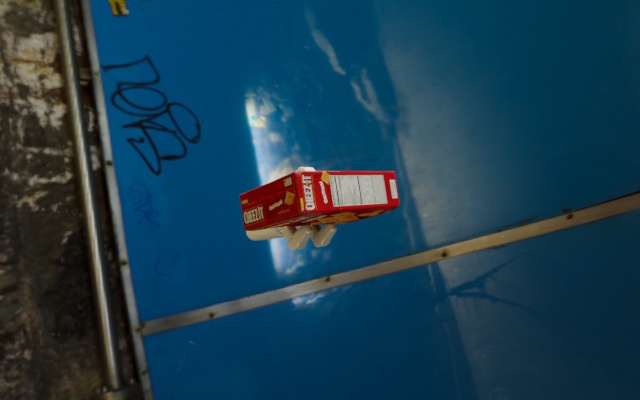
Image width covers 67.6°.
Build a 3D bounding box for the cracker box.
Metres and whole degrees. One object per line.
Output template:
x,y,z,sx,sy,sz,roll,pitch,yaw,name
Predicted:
0.000,0.002,0.799,0.213,0.072,0.164,-3,-10,-39,cracker box
